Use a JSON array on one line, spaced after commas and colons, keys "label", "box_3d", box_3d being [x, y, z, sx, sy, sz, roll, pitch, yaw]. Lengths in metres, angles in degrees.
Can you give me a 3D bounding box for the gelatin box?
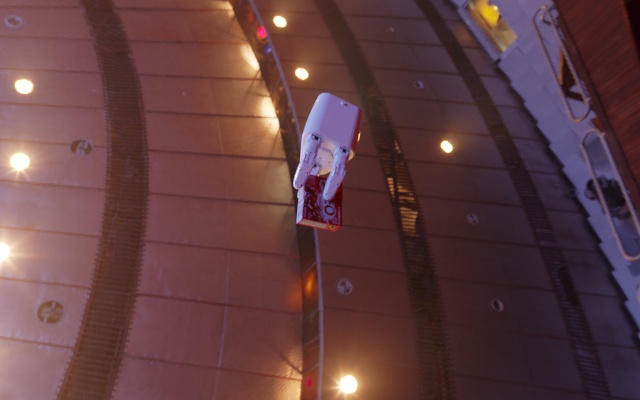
[{"label": "gelatin box", "box_3d": [0.000, 0.003, 0.818, 0.073, 0.089, 0.030, 13, -28, -20]}]
